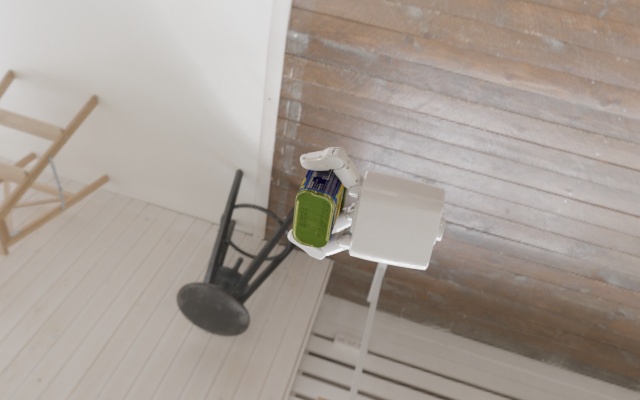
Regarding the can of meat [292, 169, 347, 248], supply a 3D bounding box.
[{"bbox_3d":[0.000,0.002,0.645,0.057,0.102,0.084,14,42,7],"label":"can of meat"}]
